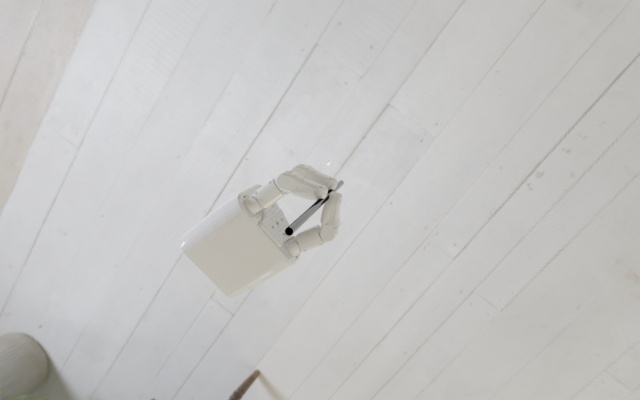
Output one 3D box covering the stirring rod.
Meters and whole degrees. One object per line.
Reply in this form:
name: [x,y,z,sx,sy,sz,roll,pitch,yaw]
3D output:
stirring rod: [0.000,0.002,0.541,0.011,0.011,0.239,0,12,14]
